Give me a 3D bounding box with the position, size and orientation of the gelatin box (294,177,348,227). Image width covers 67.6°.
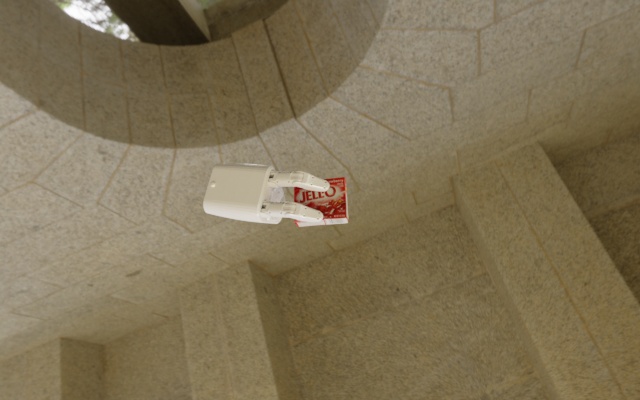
[{"bbox_3d":[0.001,0.003,0.797,0.089,0.073,0.030,-5,-22,8],"label":"gelatin box"}]
